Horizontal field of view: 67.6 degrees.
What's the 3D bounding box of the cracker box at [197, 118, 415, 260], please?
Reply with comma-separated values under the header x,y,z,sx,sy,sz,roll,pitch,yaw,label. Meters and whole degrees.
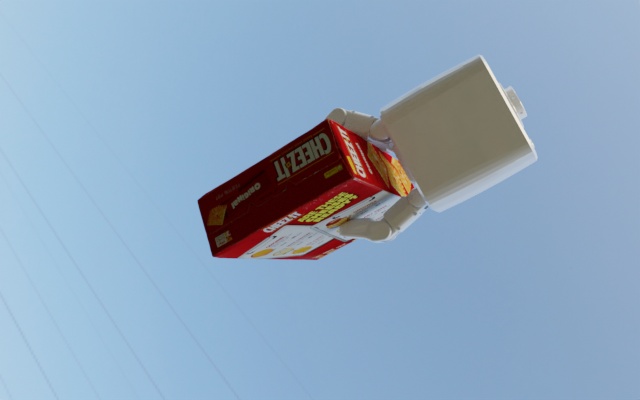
x,y,z,sx,sy,sz,roll,pitch,yaw,label
0.000,0.002,0.525,0.164,0.072,0.214,-29,-20,21,cracker box
